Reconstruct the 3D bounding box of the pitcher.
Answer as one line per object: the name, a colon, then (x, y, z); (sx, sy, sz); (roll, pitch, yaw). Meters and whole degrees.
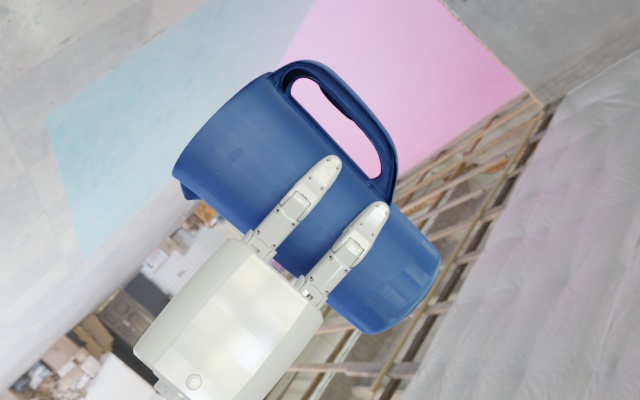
pitcher: (0.000, 0.002, 0.446); (0.243, 0.145, 0.149); (43, -25, -5)
